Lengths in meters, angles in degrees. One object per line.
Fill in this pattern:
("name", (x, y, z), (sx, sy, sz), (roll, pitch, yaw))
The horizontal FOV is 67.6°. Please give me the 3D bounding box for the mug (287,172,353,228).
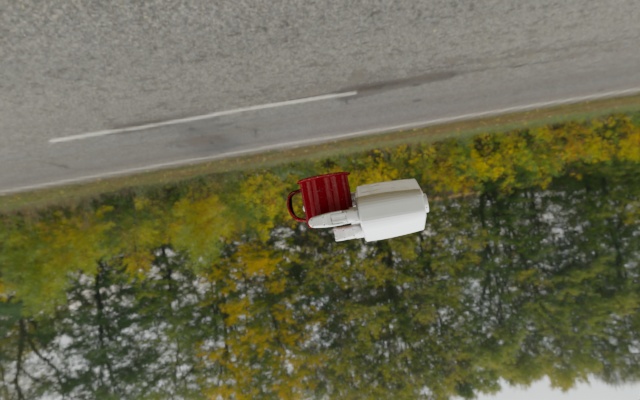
("mug", (-0.001, 0.003, 0.811), (0.117, 0.081, 0.093), (-11, -3, 8))
